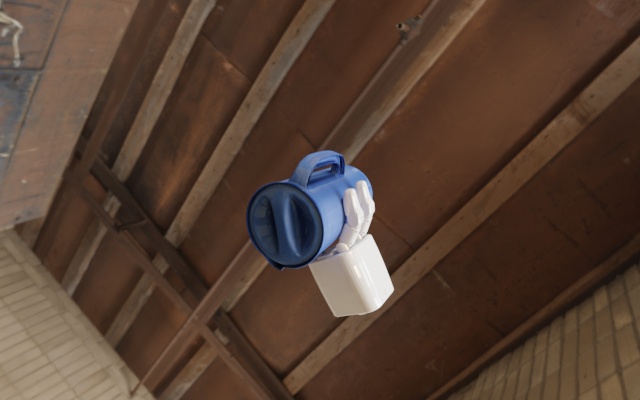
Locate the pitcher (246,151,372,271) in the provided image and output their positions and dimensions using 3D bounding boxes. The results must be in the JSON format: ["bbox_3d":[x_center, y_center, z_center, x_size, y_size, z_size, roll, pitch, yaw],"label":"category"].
[{"bbox_3d":[0.000,0.003,0.794,0.149,0.145,0.242,-25,2,30],"label":"pitcher"}]
